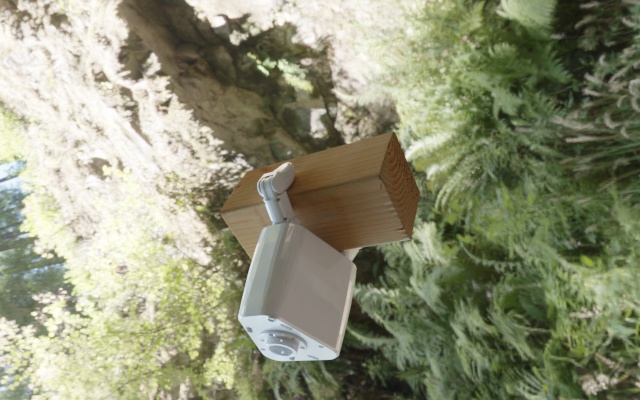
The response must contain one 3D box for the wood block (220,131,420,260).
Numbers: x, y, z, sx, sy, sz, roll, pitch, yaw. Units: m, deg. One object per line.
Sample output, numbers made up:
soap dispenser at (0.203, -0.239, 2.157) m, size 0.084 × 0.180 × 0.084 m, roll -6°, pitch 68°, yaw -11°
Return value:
wood block at (0.000, 0.002, 0.561) m, size 0.206 × 0.091 × 0.090 m, roll -12°, pitch 32°, yaw 28°
